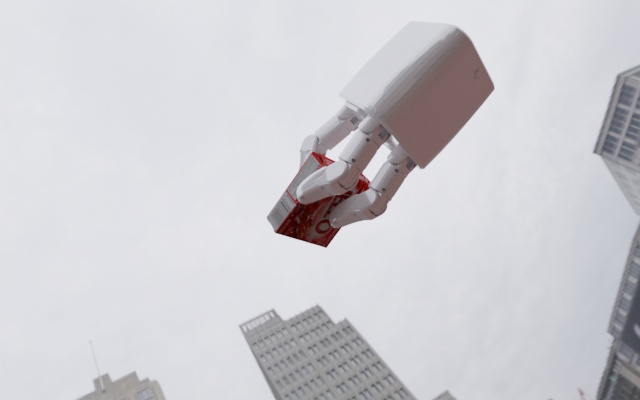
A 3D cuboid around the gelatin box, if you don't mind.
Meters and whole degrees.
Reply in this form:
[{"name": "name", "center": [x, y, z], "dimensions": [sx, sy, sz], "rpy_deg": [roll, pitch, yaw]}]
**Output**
[{"name": "gelatin box", "center": [0.000, 0.002, 0.487], "dimensions": [0.073, 0.089, 0.030], "rpy_deg": [21, 23, -41]}]
